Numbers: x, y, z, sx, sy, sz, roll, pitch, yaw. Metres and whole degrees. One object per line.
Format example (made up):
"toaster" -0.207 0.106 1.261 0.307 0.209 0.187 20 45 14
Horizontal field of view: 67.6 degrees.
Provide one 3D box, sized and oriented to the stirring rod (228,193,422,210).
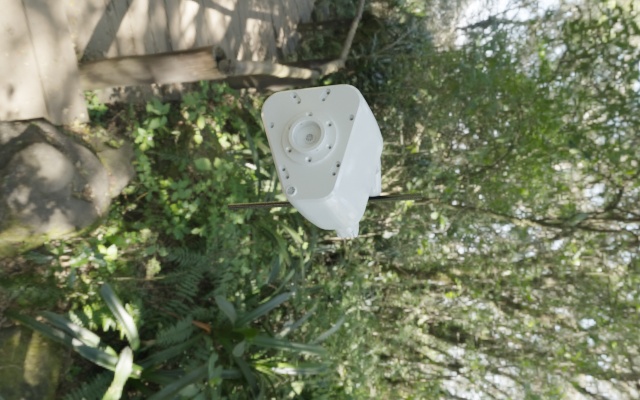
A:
"stirring rod" 0.000 0.002 0.579 0.239 0.011 0.011 -3 -1 14
